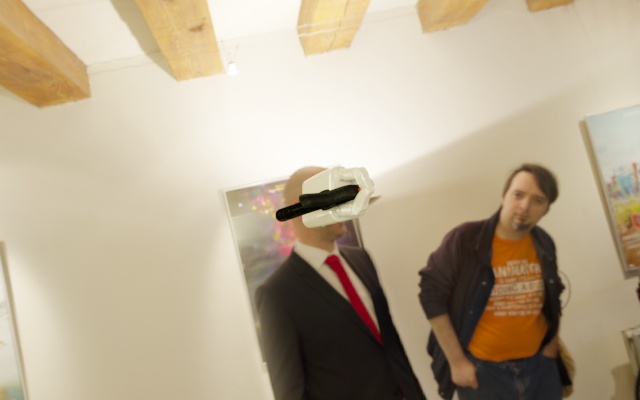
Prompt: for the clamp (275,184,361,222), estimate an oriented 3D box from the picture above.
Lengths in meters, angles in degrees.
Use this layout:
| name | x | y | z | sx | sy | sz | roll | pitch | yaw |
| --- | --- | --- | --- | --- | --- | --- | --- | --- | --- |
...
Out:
| name | x | y | z | sx | sy | sz | roll | pitch | yaw |
| --- | --- | --- | --- | --- | --- | --- | --- | --- | --- |
| clamp | 0.000 | 0.002 | 0.893 | 0.171 | 0.039 | 0.120 | -10 | -5 | -39 |
